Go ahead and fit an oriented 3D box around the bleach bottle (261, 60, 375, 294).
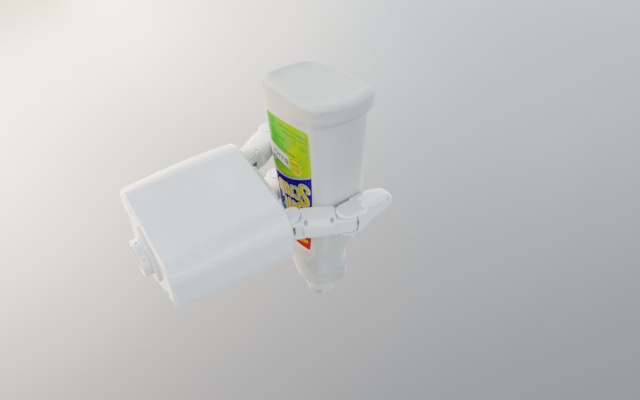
[{"bbox_3d":[0.000,0.001,0.464,0.068,0.251,0.102,-25,43,-26],"label":"bleach bottle"}]
